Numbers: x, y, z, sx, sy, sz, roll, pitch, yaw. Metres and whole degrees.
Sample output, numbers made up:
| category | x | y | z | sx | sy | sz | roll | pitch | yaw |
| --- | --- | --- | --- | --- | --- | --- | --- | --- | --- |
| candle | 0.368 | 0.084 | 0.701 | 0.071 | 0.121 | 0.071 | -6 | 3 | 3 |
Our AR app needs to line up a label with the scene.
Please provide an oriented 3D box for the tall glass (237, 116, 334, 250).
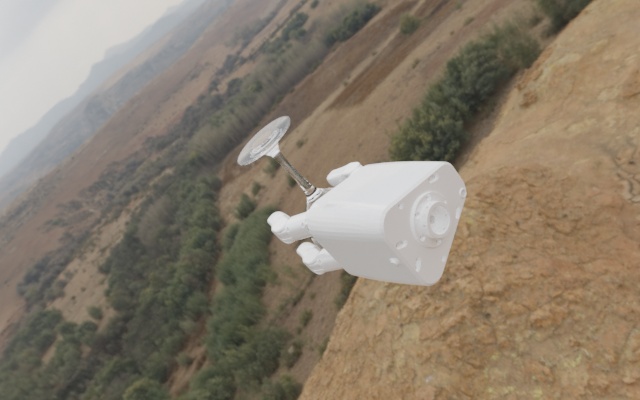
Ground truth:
| category | x | y | z | sx | sy | sz | roll | pitch | yaw |
| --- | --- | --- | --- | --- | --- | --- | --- | --- | --- |
| tall glass | 0.000 | 0.001 | 0.550 | 0.201 | 0.079 | 0.079 | 48 | -25 | -25 |
